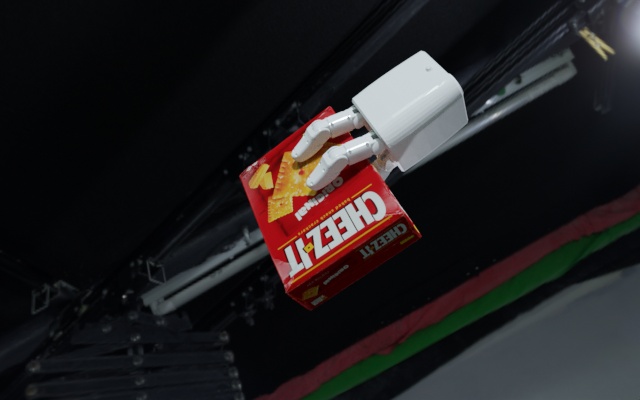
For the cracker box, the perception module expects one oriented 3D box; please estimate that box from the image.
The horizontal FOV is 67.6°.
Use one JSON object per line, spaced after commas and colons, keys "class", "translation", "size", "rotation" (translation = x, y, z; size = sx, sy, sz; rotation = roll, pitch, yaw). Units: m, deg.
{"class": "cracker box", "translation": [0.000, 0.002, 0.611], "size": [0.164, 0.213, 0.072], "rotation": [-35, -41, 8]}
